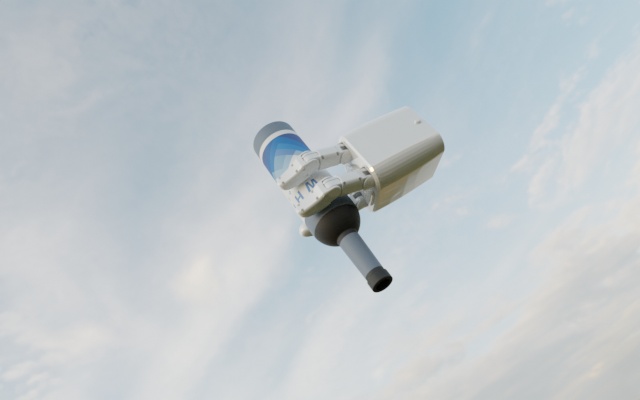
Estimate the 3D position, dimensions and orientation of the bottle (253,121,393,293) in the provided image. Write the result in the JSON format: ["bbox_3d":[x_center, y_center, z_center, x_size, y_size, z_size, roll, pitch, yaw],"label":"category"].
[{"bbox_3d":[0.000,0.002,0.627,0.069,0.069,0.295,0,39,-38],"label":"bottle"}]
